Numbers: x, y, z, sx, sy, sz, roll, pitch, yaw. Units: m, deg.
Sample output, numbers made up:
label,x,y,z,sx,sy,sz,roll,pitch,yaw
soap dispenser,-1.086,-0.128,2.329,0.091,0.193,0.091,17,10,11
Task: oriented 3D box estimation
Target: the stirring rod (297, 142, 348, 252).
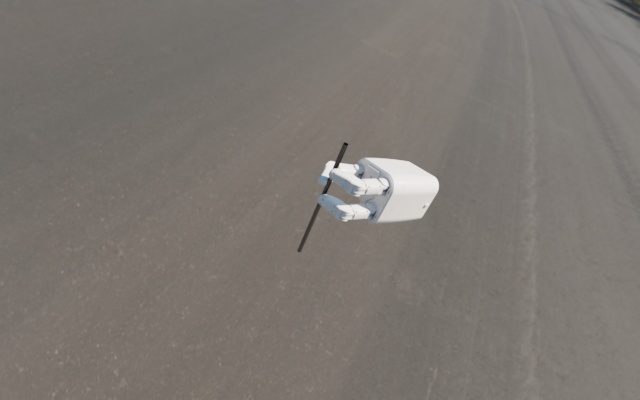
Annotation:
label,x,y,z,sx,sy,sz,roll,pitch,yaw
stirring rod,0.000,0.003,0.804,0.011,0.240,0.011,15,37,-11
